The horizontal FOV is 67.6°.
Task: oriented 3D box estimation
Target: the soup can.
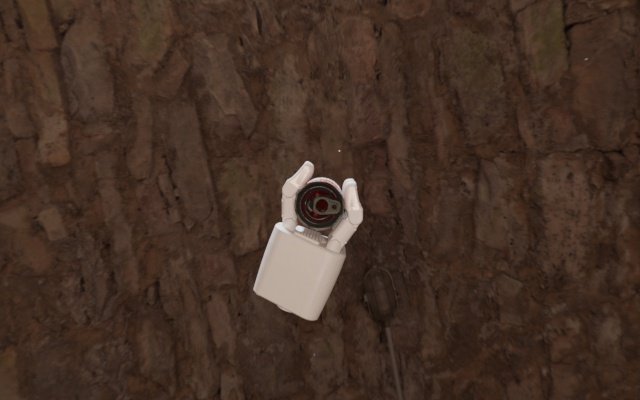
[{"bbox_3d":[0.000,0.002,0.695,0.068,0.068,0.102,0,6,2],"label":"soup can"}]
